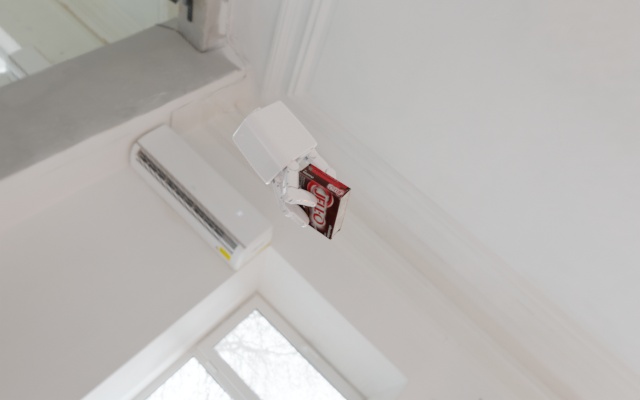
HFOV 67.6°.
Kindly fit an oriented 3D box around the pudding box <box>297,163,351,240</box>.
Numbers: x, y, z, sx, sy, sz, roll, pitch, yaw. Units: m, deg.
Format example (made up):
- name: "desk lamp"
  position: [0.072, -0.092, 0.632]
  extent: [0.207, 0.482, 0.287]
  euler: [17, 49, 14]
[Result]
- name: "pudding box"
  position: [0.000, 0.003, 0.836]
  extent: [0.090, 0.114, 0.039]
  euler: [34, 53, 21]
